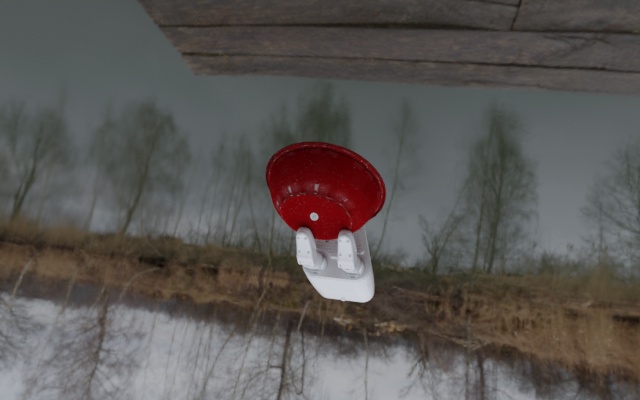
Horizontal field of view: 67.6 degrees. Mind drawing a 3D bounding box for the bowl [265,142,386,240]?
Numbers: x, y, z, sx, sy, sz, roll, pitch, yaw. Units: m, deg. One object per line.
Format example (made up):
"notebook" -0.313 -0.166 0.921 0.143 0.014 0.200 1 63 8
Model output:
"bowl" -0.001 0.001 0.610 0.162 0.055 0.162 10 -40 8
